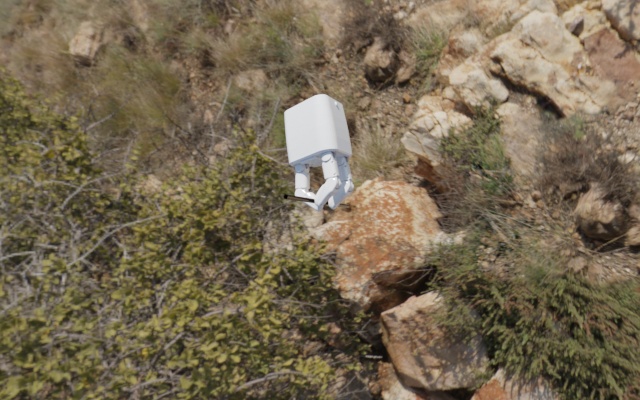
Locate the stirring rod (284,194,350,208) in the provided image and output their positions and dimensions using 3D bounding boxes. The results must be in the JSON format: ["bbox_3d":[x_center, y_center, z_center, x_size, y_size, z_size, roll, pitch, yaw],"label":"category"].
[{"bbox_3d":[0.000,0.003,0.868,0.011,0.011,0.239,0,-4,28],"label":"stirring rod"}]
